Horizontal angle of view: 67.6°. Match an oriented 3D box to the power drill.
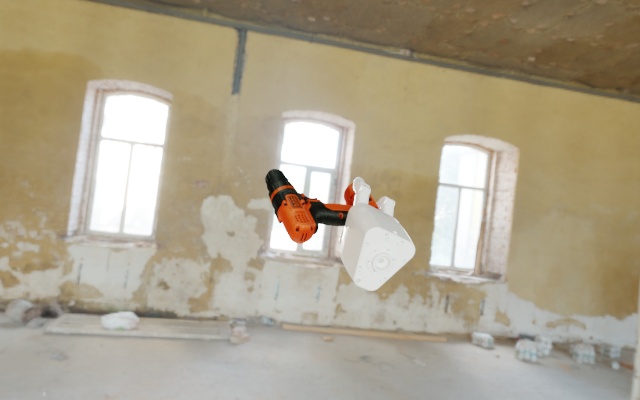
[{"bbox_3d":[0.001,0.003,0.892,0.187,0.057,0.184,-3,42,-24],"label":"power drill"}]
